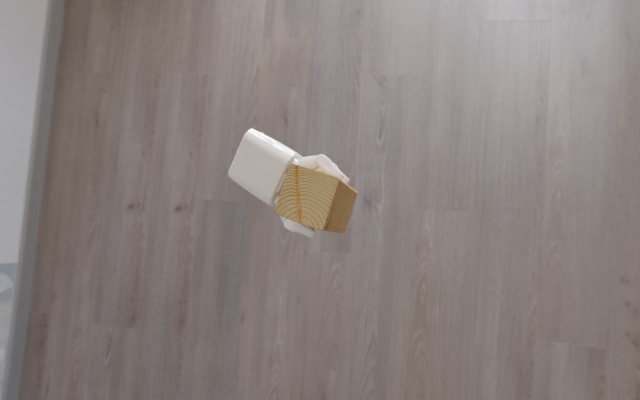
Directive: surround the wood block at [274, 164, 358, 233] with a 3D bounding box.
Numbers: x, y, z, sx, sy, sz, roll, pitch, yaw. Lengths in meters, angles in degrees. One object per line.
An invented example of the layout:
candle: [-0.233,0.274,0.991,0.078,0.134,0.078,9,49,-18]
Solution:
wood block: [0.000,0.003,0.870,0.090,0.091,0.206,18,-1,14]
